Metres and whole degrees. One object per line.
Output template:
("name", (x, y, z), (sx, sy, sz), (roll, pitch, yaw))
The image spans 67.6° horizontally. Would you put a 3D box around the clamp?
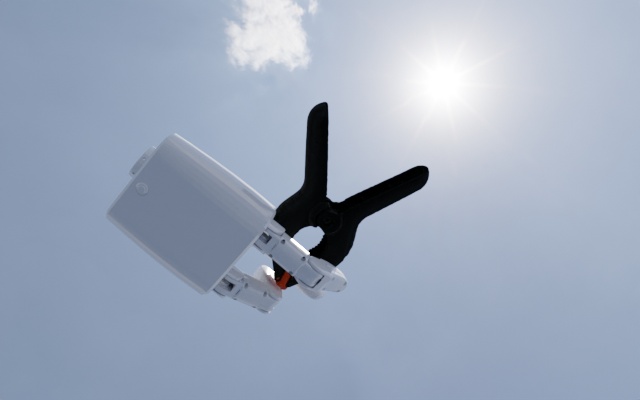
("clamp", (0.000, 0.001, 0.427), (0.120, 0.171, 0.039), (40, 11, -11))
